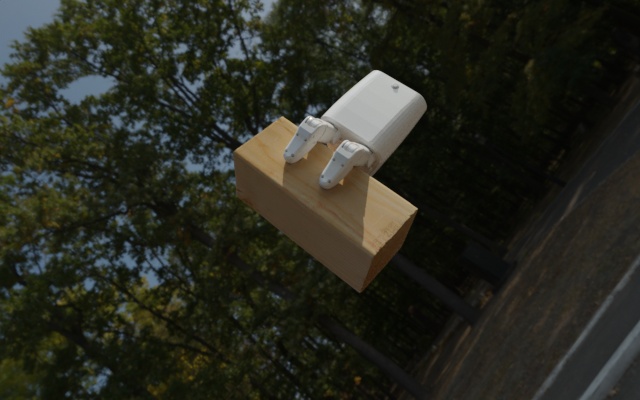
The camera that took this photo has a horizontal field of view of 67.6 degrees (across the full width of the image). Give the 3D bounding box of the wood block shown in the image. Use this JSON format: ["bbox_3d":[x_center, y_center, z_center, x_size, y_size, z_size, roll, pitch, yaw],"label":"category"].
[{"bbox_3d":[0.000,0.002,0.580,0.206,0.090,0.091,36,-31,19],"label":"wood block"}]
